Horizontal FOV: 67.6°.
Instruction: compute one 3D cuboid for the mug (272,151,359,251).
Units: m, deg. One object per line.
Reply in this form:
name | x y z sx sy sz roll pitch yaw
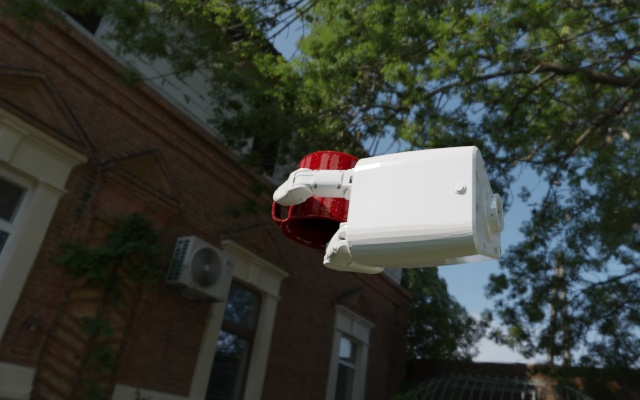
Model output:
mug | -0.001 0.002 0.521 0.117 0.081 0.093 -6 -30 29
